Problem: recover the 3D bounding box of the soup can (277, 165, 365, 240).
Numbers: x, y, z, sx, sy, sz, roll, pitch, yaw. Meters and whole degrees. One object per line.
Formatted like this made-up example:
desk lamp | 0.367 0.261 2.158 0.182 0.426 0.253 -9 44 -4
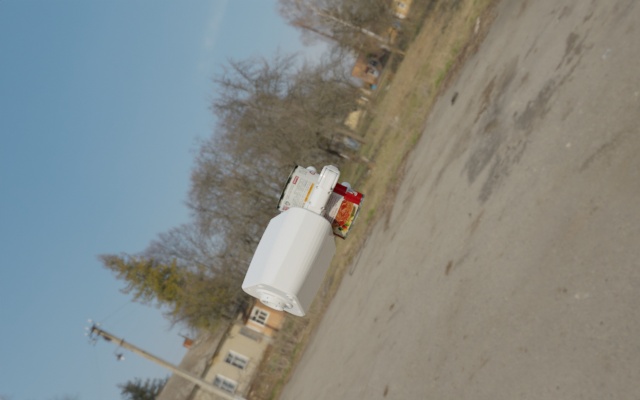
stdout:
soup can | 0.000 0.002 0.646 0.102 0.068 0.068 24 0 0
